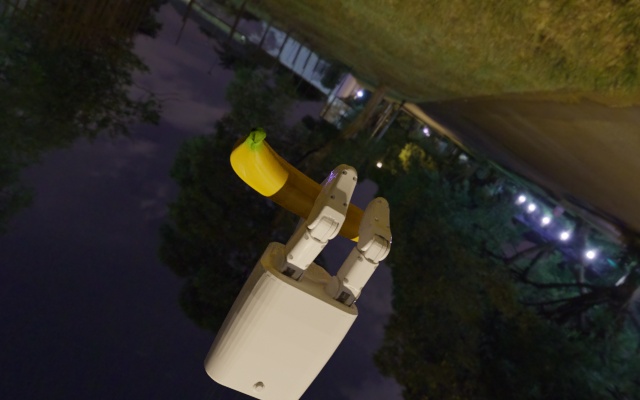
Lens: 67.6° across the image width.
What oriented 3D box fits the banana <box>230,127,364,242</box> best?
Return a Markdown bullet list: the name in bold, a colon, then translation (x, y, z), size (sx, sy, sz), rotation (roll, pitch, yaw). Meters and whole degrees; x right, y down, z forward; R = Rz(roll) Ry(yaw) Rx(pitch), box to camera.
- **banana**: translation (-0.014, -0.005, 0.423), size (0.069, 0.037, 0.198), rotation (22, -9, 46)
